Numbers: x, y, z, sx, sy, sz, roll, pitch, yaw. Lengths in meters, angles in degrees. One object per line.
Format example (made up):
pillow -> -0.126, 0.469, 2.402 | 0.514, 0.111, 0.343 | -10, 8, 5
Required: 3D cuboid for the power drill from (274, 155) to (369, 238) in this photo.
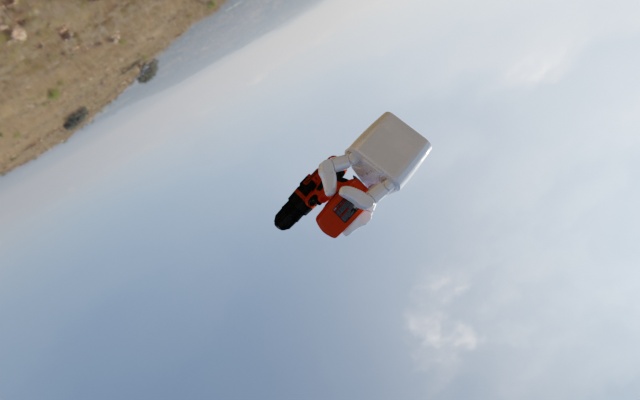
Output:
power drill -> 0.001, 0.003, 0.874 | 0.057, 0.184, 0.187 | 43, -3, -26
